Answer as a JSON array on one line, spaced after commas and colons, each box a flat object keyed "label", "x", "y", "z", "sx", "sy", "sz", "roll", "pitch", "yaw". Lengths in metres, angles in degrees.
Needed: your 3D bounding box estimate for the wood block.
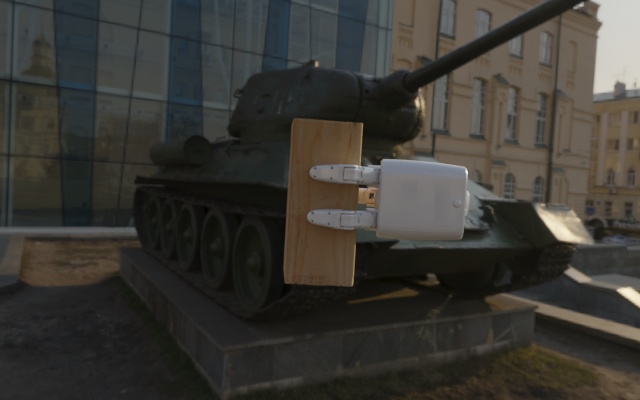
[{"label": "wood block", "x": 0.000, "y": 0.002, "z": 0.637, "sx": 0.090, "sy": 0.206, "sz": 0.091, "roll": 3, "pitch": 2, "yaw": -5}]
